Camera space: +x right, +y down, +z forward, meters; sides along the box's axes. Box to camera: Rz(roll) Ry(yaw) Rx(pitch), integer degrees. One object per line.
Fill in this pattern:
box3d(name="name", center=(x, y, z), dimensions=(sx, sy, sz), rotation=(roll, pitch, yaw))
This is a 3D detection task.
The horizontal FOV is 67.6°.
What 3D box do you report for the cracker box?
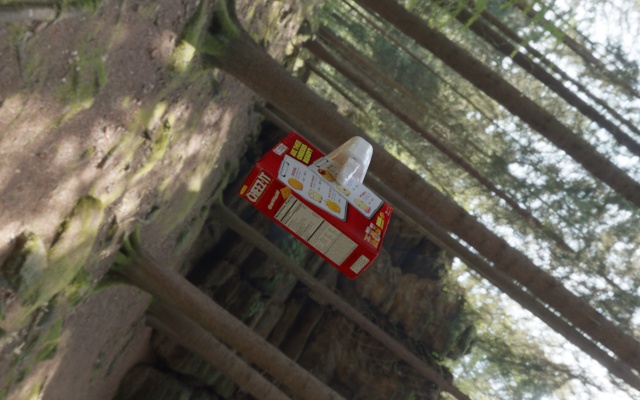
box3d(name="cracker box", center=(0.000, 0.002, 0.740), dimensions=(0.214, 0.072, 0.164), rotation=(37, 28, -2))
